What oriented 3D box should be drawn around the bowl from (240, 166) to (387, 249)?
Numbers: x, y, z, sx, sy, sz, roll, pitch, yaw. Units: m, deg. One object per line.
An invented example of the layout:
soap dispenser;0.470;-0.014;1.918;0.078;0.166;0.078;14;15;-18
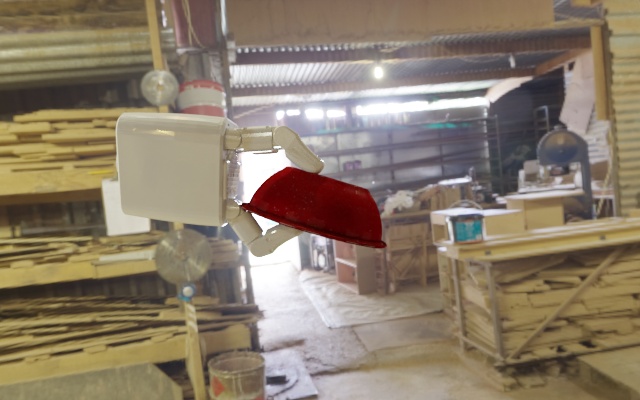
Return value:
bowl;0.001;0.002;0.510;0.162;0.055;0.162;16;2;-1
